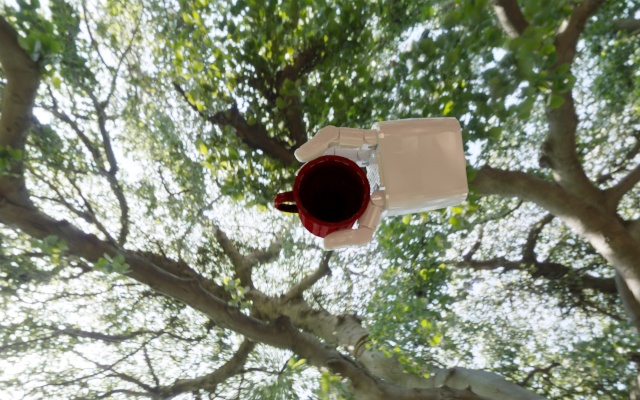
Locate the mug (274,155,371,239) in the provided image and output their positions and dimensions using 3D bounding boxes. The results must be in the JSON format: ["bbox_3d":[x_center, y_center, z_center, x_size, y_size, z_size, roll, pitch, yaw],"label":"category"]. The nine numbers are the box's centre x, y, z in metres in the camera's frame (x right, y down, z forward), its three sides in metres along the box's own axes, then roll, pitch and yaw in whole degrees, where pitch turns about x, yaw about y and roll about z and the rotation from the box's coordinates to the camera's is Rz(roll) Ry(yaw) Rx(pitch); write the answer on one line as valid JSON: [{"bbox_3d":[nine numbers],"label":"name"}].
[{"bbox_3d":[-0.001,0.002,0.606,0.117,0.093,0.081,-5,-19,-5],"label":"mug"}]
